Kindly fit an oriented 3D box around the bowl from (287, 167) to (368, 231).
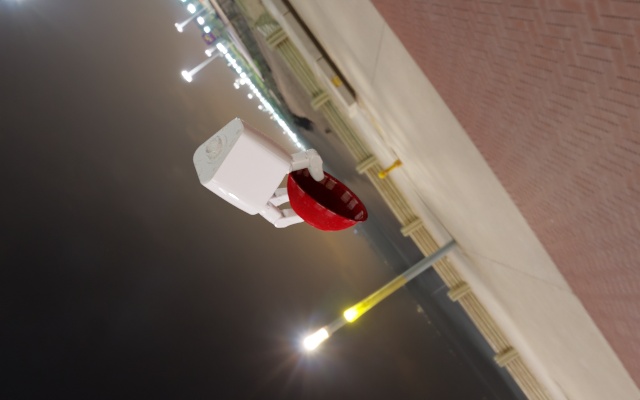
[{"bbox_3d":[0.001,0.004,0.817,0.162,0.055,0.162,30,21,-13],"label":"bowl"}]
